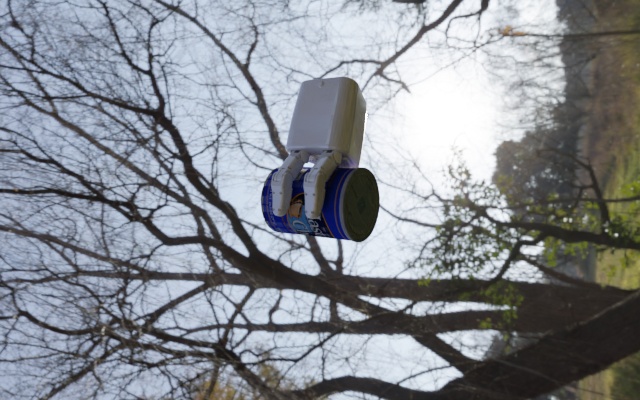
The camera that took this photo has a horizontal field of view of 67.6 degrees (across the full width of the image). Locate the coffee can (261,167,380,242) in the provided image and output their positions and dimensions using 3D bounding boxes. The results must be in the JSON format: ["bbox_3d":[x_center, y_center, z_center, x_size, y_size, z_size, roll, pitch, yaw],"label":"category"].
[{"bbox_3d":[0.000,0.002,0.689,0.140,0.103,0.103,4,2,34],"label":"coffee can"}]
